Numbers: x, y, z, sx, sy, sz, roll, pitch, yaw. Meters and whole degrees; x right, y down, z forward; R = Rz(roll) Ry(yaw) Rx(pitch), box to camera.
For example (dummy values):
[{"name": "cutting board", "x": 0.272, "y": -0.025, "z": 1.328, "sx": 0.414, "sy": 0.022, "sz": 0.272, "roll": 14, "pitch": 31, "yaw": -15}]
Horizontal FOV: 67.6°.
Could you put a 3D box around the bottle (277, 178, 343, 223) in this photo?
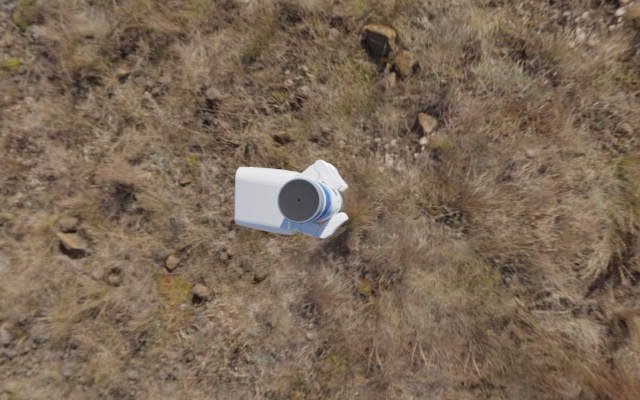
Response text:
[{"name": "bottle", "x": 0.000, "y": 0.003, "z": 0.836, "sx": 0.069, "sy": 0.069, "sz": 0.296, "roll": 0, "pitch": -1, "yaw": 12}]
